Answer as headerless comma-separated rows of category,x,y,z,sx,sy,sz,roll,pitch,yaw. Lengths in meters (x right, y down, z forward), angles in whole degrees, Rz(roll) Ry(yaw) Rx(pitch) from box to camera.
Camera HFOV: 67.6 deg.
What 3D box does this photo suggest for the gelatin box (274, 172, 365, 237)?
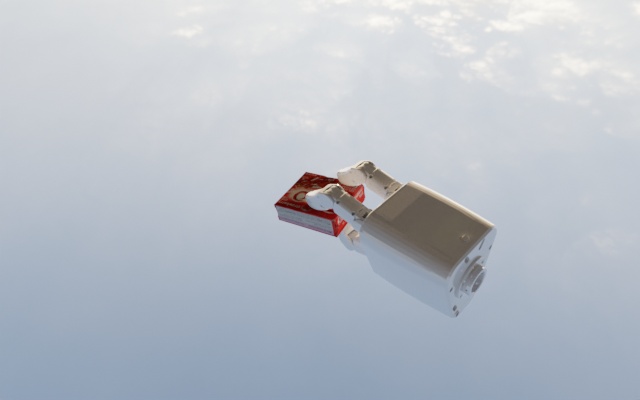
gelatin box,0.000,0.002,0.592,0.089,0.030,0.073,14,45,31
